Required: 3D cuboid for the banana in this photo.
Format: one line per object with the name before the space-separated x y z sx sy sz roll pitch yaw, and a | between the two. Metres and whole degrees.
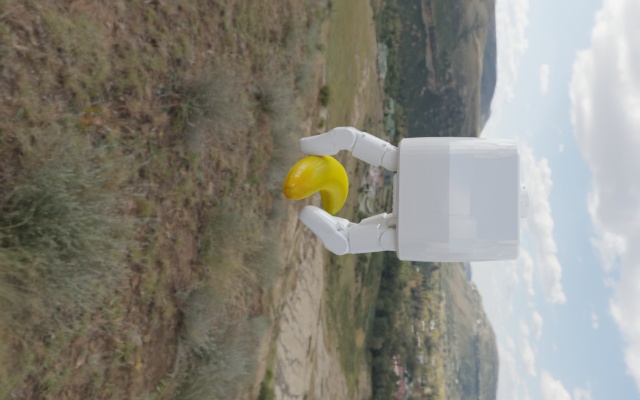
banana | 0.003 -0.016 0.520 0.037 0.069 0.198 4 -11 14
